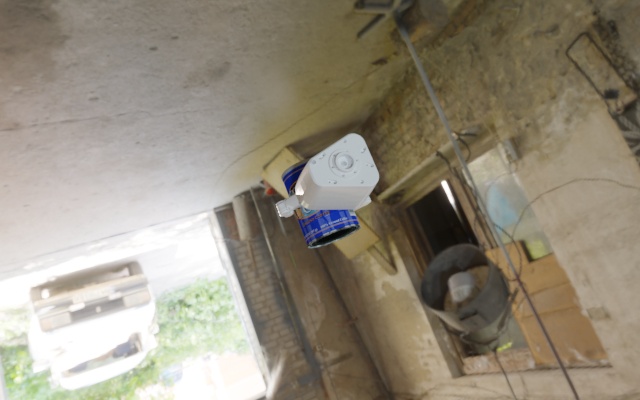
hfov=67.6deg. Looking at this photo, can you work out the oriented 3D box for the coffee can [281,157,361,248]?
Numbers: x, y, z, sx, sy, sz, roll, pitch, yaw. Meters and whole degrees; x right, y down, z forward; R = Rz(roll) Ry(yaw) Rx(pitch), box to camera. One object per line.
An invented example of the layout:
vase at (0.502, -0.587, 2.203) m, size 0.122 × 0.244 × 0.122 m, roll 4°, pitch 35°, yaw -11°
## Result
coffee can at (0.000, 0.003, 0.867) m, size 0.103 × 0.140 × 0.103 m, roll -20°, pitch -14°, yaw -5°
